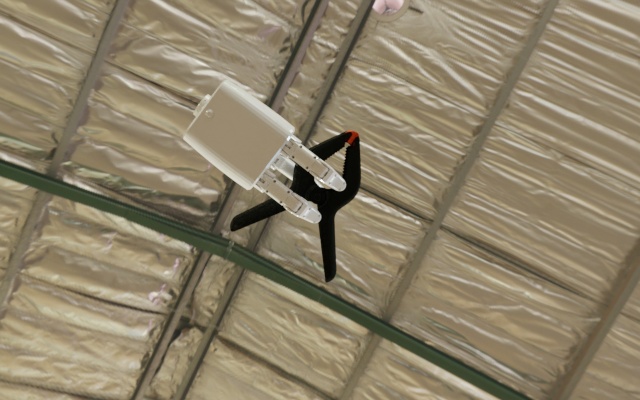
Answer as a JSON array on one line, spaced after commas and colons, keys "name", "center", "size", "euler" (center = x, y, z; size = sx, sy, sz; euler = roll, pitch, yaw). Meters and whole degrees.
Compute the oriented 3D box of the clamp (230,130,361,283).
[{"name": "clamp", "center": [0.000, 0.001, 0.660], "size": [0.164, 0.210, 0.036], "euler": [37, 5, -12]}]
